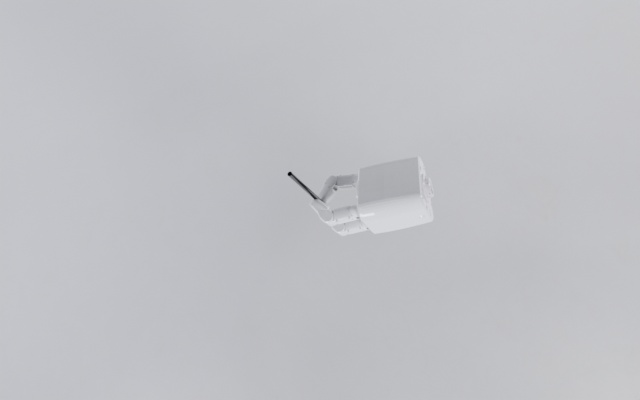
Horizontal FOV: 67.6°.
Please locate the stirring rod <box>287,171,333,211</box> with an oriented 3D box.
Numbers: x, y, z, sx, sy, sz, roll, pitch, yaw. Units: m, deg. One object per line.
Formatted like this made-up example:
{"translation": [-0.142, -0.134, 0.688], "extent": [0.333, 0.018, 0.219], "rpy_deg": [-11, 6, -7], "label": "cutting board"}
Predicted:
{"translation": [0.000, 0.003, 0.840], "extent": [0.011, 0.011, 0.240], "rpy_deg": [0, -21, 25], "label": "stirring rod"}
